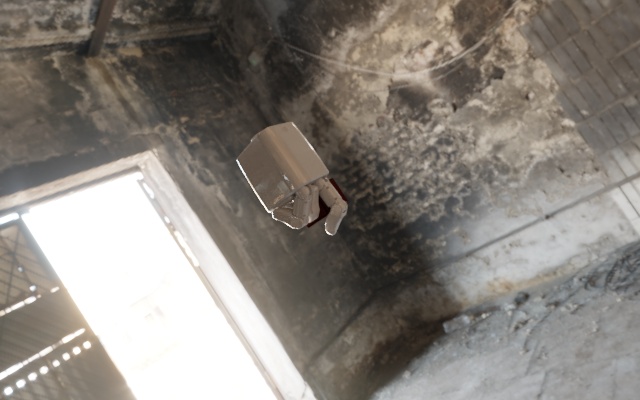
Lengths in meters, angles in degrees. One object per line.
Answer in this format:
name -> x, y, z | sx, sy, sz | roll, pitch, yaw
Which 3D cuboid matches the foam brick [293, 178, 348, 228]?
foam brick -> 0.000, 0.003, 0.813 | 0.053, 0.051, 0.078 | -36, -4, 31
